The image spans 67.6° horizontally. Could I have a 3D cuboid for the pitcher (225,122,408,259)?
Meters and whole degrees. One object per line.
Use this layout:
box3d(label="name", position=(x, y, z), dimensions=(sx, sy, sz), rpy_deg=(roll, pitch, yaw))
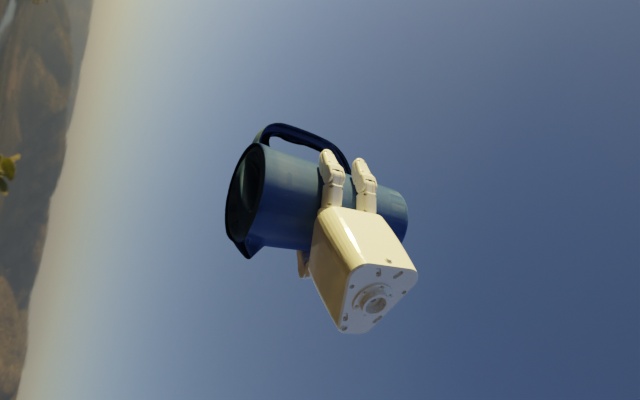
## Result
box3d(label="pitcher", position=(0.000, 0.002, 0.668), dimensions=(0.243, 0.149, 0.145), rpy_deg=(13, 28, -28))
